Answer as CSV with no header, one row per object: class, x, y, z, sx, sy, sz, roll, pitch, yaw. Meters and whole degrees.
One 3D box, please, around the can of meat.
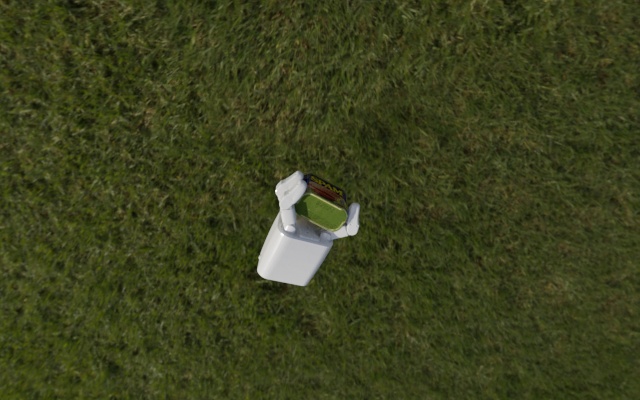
can of meat,0.000,0.003,0.871,0.102,0.057,0.084,27,23,-13
